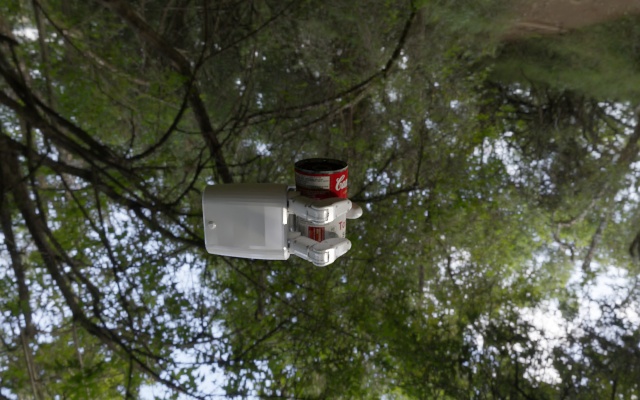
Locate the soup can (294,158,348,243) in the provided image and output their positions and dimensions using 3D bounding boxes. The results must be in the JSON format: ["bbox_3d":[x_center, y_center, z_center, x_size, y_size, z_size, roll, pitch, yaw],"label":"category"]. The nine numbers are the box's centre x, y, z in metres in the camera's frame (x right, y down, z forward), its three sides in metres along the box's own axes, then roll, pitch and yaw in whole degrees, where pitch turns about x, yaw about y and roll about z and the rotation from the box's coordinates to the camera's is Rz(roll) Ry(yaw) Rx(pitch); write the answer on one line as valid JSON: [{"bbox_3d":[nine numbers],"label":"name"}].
[{"bbox_3d":[0.001,0.002,0.621,0.068,0.102,0.068,1,19,0],"label":"soup can"}]
